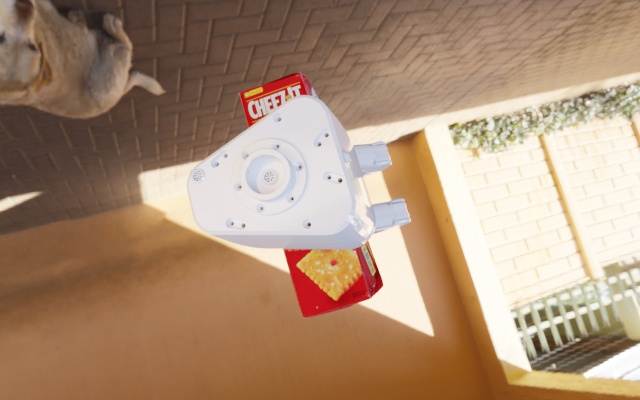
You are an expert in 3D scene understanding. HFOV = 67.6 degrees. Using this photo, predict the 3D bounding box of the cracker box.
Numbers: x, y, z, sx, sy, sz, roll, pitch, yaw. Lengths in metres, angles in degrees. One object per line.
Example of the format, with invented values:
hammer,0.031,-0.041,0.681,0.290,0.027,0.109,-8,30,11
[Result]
cracker box,0.000,0.002,0.491,0.072,0.213,0.164,-18,-11,8
